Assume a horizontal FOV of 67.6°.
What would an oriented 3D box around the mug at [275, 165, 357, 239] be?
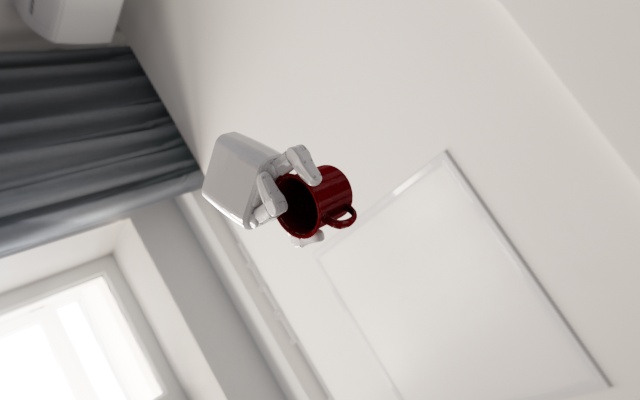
[{"bbox_3d":[0.001,0.003,0.664,0.117,0.093,0.081,30,35,32],"label":"mug"}]
